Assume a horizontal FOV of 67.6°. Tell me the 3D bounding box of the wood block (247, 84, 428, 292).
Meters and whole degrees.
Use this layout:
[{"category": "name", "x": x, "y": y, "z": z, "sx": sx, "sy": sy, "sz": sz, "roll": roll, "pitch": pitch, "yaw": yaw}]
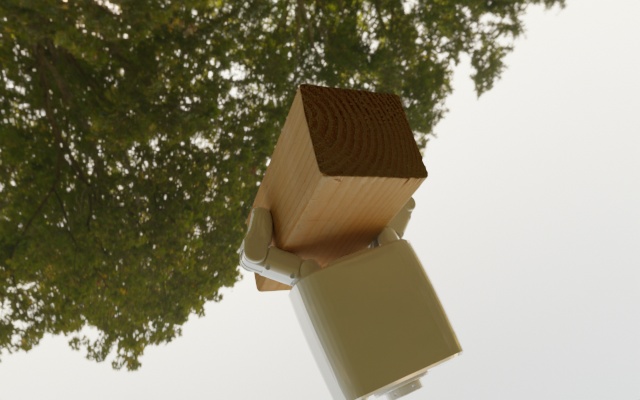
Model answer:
[{"category": "wood block", "x": 0.000, "y": 0.002, "z": 0.442, "sx": 0.091, "sy": 0.090, "sz": 0.206, "roll": 1, "pitch": -33, "yaw": -22}]
